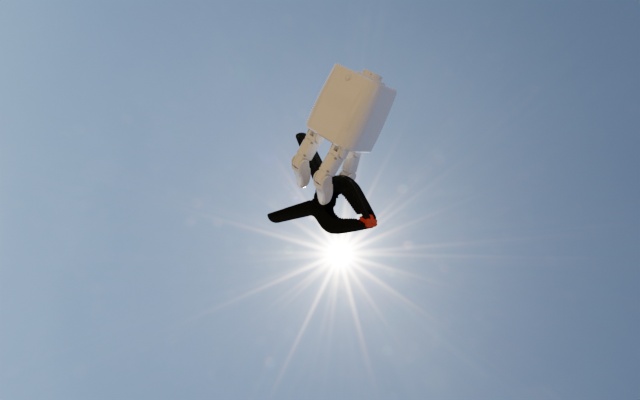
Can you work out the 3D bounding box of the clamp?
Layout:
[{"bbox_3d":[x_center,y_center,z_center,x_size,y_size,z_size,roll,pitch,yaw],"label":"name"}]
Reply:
[{"bbox_3d":[0.001,0.003,0.778,0.210,0.164,0.036,37,19,35],"label":"clamp"}]
